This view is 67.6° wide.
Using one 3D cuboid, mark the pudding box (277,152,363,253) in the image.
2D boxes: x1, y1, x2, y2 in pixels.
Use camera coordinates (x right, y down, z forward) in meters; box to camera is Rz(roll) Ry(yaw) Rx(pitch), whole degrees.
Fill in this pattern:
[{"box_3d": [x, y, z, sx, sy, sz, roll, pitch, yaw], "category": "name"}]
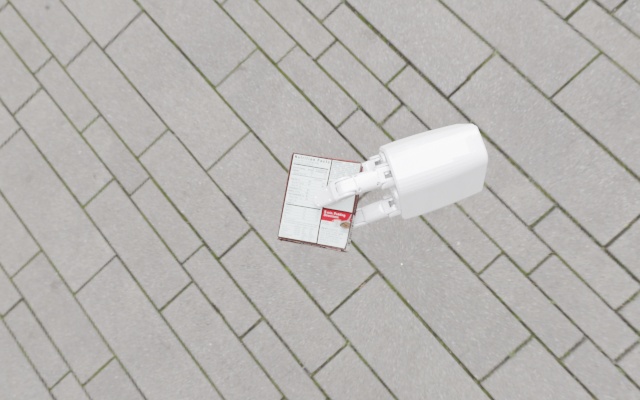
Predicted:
[{"box_3d": [0.000, 0.002, 0.595, 0.090, 0.113, 0.039, 10, -7, 8], "category": "pudding box"}]
